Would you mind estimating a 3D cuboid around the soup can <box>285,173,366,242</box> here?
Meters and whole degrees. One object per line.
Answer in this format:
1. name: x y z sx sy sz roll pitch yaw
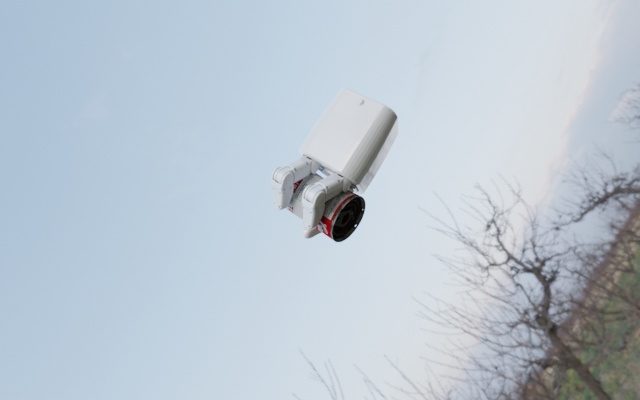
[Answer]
1. soup can: 0.000 0.002 0.644 0.102 0.068 0.068 31 17 30
